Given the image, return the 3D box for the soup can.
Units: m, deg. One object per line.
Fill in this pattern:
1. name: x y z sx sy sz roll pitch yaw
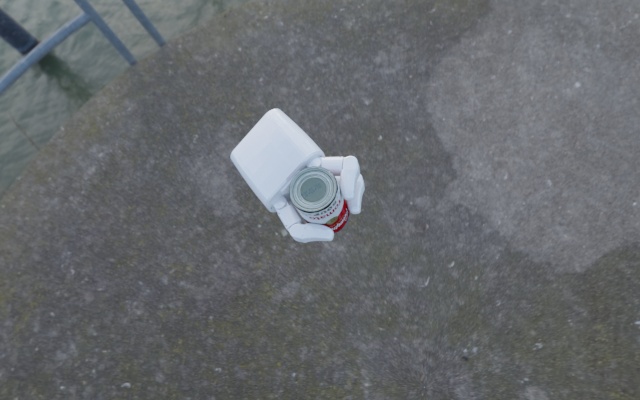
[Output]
1. soup can: 0.000 0.003 0.669 0.068 0.068 0.102 0 -21 12
